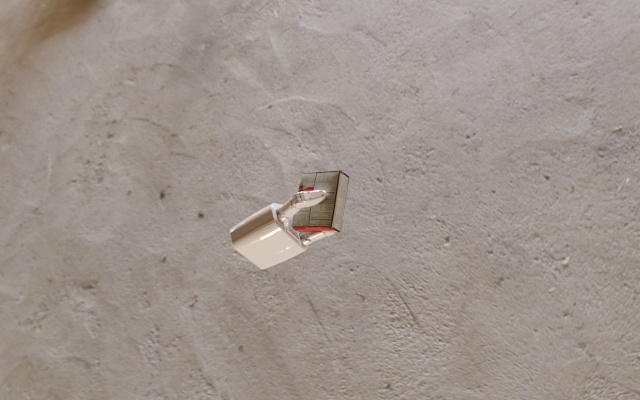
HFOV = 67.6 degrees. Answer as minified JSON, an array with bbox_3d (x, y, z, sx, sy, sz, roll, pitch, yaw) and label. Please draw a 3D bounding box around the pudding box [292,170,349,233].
[{"bbox_3d":[0.000,0.003,0.884,0.090,0.113,0.039,-1,-19,32],"label":"pudding box"}]
